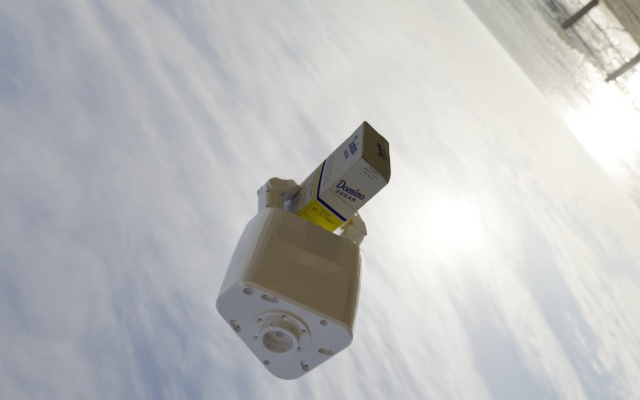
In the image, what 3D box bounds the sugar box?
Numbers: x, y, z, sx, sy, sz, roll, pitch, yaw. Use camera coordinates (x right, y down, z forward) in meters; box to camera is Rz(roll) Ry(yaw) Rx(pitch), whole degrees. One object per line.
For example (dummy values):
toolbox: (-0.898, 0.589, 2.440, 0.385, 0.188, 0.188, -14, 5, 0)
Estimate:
sugar box: (0.000, 0.002, 0.515, 0.176, 0.048, 0.093, -40, 19, 27)
